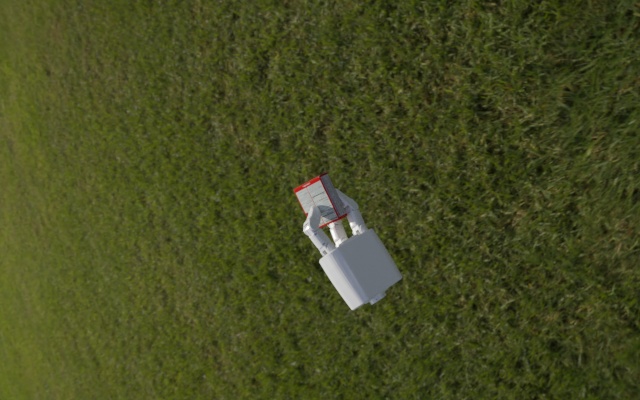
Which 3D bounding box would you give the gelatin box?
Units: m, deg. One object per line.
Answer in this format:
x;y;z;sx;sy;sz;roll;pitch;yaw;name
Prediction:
0.000;0.003;0.887;0.073;0.089;0.030;-26;1;42;gelatin box
